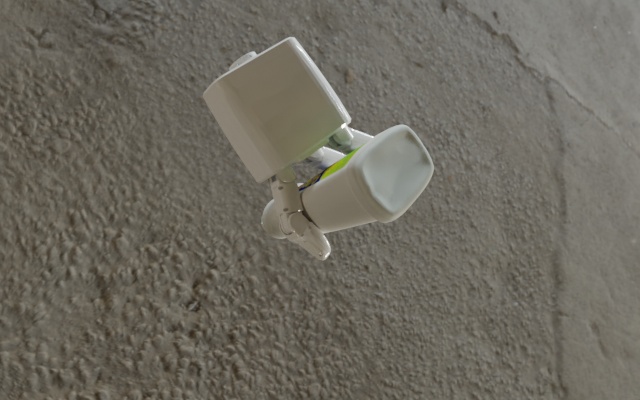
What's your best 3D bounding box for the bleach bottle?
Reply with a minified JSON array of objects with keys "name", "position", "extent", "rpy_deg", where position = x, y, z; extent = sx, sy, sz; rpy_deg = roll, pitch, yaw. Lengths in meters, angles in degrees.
[{"name":"bleach bottle","position":[0.000,0.002,0.523],"extent":[0.102,0.068,0.251],"rpy_deg":[-42,11,-37]}]
